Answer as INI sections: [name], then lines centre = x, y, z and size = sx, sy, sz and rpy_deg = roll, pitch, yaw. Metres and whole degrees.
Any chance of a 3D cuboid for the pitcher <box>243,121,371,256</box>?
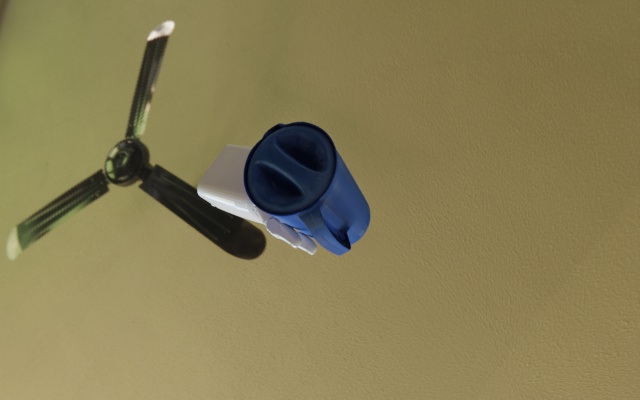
[pitcher]
centre = 0.000, 0.002, 0.718
size = 0.145, 0.149, 0.243
rpy_deg = 13, -14, 25
